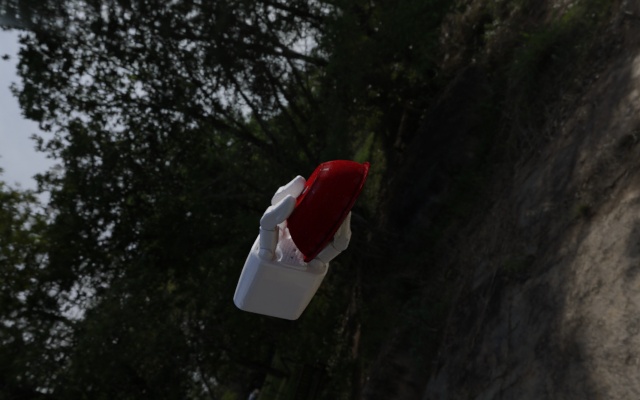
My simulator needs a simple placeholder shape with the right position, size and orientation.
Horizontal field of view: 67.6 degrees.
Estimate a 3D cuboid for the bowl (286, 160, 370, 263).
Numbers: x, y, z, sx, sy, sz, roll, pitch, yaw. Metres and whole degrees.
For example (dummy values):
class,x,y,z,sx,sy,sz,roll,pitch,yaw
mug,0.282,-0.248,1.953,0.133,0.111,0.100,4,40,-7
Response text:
class,x,y,z,sx,sy,sz,roll,pitch,yaw
bowl,0.000,0.001,0.648,0.055,0.162,0.162,33,-5,-7
